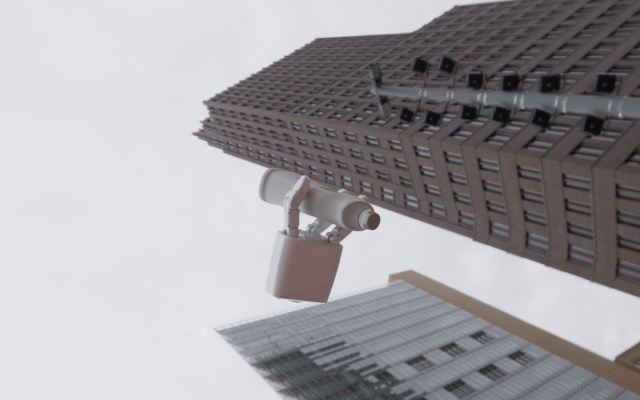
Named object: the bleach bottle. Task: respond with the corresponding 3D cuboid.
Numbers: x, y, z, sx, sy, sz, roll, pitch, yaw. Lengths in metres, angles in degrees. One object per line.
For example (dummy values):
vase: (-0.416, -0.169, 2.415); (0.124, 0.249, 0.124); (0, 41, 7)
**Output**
bleach bottle: (0.000, 0.003, 0.816); (0.102, 0.068, 0.250); (9, 7, -39)
